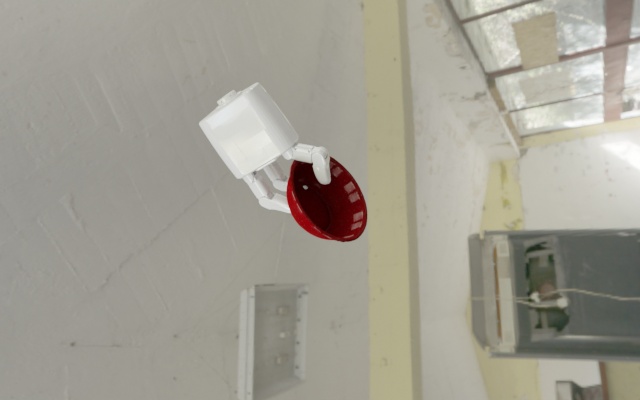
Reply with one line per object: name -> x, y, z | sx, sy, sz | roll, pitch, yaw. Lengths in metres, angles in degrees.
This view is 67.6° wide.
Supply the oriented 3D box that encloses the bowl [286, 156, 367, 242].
bowl -> 0.001, 0.004, 0.770 | 0.162, 0.162, 0.055 | 0, -27, -45
